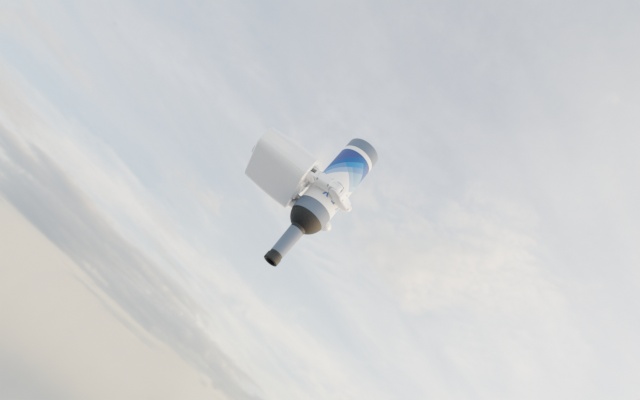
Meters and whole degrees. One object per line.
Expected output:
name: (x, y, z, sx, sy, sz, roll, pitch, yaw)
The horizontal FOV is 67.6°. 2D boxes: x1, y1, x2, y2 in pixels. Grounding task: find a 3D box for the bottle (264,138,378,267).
bottle: (0.000, 0.003, 0.861, 0.069, 0.069, 0.295, 0, 42, 50)
